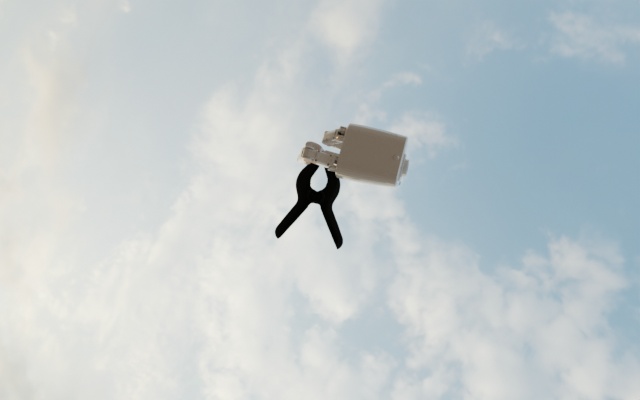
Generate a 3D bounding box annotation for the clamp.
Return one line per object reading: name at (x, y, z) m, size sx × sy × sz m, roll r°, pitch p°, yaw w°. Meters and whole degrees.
clamp at (0.000, 0.003, 0.845) m, size 0.120 × 0.171 × 0.039 m, roll 19°, pitch -3°, yaw -3°
